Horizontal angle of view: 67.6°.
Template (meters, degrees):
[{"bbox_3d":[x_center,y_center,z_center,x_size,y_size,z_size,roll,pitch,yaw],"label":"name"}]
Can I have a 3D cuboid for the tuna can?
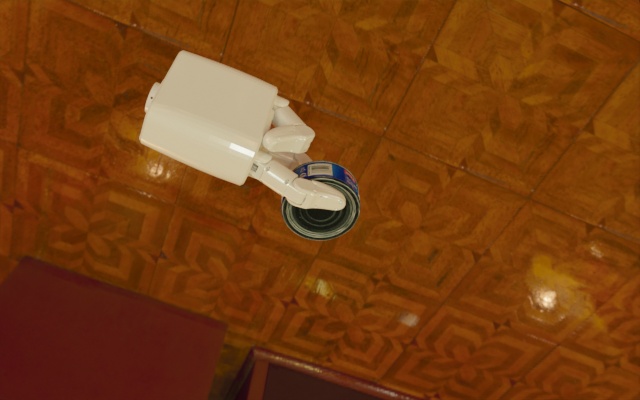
[{"bbox_3d":[0.000,0.002,0.515,0.086,0.086,0.033,0,36,-2],"label":"tuna can"}]
